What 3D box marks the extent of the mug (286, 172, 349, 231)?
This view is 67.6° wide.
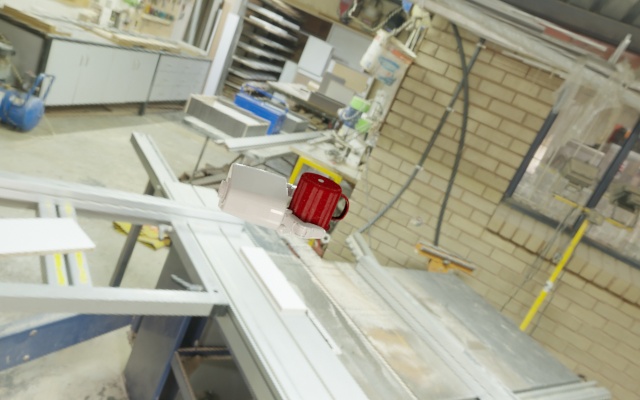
[{"bbox_3d":[0.002,0.003,0.888,0.117,0.081,0.093,17,17,-19],"label":"mug"}]
